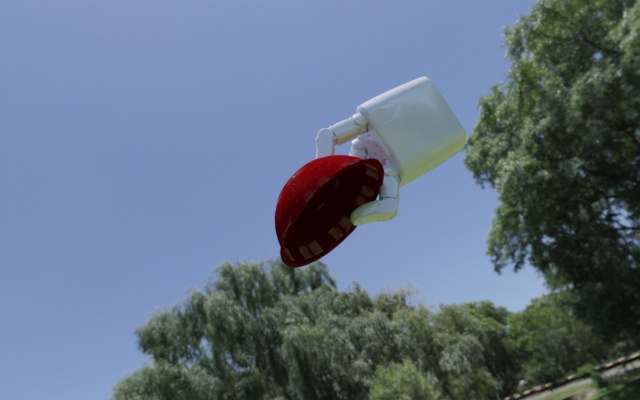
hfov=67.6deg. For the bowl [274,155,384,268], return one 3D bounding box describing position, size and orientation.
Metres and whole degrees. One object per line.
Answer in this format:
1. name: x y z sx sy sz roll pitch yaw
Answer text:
1. bowl: -0.001 0.002 0.563 0.055 0.162 0.162 43 21 25
